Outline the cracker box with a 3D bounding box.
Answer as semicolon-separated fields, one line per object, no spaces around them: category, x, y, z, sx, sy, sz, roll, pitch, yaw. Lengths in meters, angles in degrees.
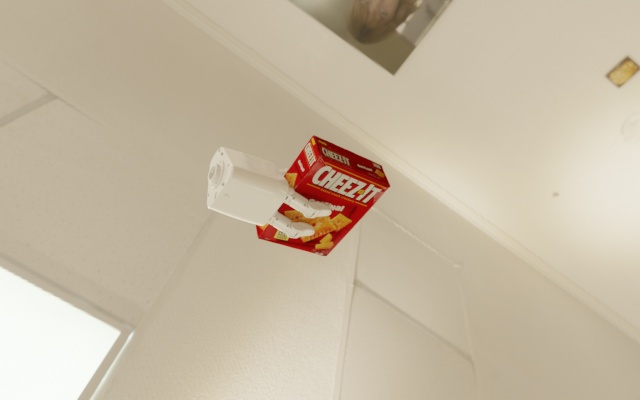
cracker box;0.000;0.003;0.894;0.164;0.072;0.214;19;-55;-32
